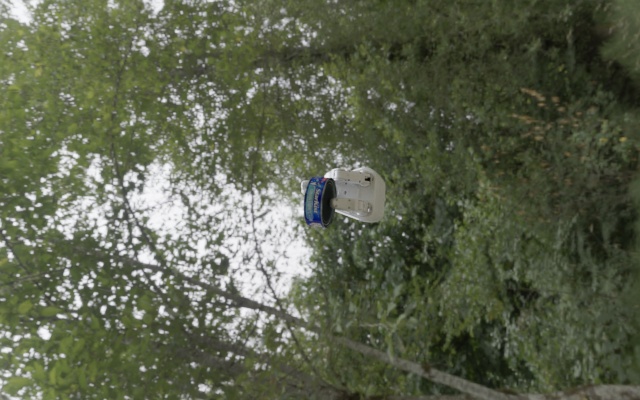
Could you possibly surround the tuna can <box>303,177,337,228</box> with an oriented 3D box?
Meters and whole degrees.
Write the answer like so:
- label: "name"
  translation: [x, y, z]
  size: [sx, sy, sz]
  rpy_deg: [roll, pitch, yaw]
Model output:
- label: "tuna can"
  translation: [0.000, 0.003, 0.807]
  size: [0.034, 0.086, 0.086]
  rpy_deg: [6, 2, 17]
